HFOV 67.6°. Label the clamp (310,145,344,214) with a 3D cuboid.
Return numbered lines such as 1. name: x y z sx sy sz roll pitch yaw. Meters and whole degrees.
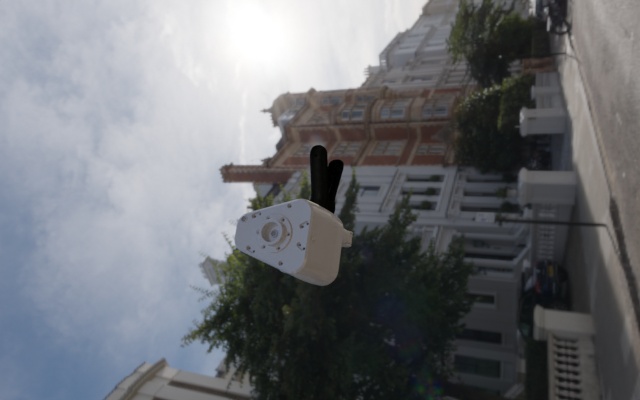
1. clamp: 0.000 0.002 0.712 0.039 0.171 0.120 2 -14 22
